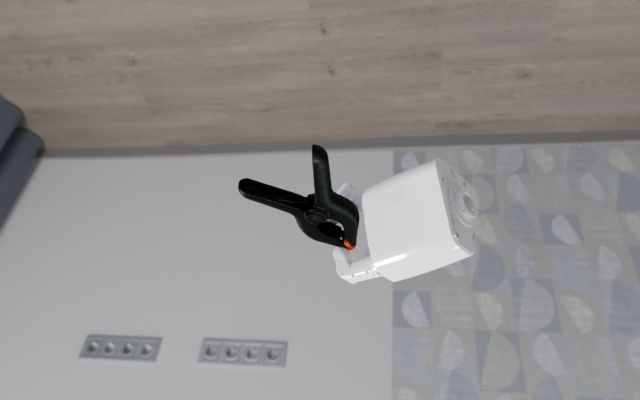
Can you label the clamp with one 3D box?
[{"bbox_3d":[0.000,0.002,0.574,0.120,0.039,0.171,-25,-46,38],"label":"clamp"}]
